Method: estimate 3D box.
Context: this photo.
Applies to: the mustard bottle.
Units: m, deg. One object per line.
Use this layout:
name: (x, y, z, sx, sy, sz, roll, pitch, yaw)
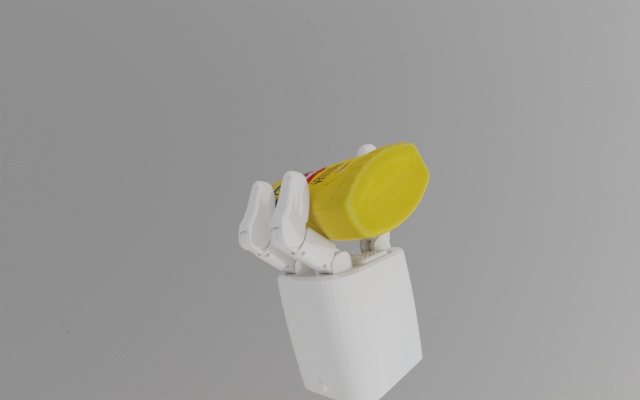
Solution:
mustard bottle: (0.000, 0.001, 0.435, 0.096, 0.058, 0.191, -42, 17, -32)
